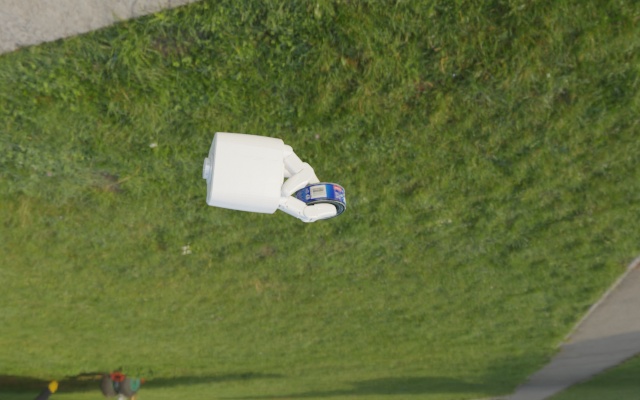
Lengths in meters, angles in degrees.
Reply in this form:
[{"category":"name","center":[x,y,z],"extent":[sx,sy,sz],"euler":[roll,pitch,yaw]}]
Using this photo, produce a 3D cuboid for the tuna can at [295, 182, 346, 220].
[{"category":"tuna can","center":[0.000,0.003,0.811],"extent":[0.086,0.033,0.086],"euler":[-5,-25,-2]}]
